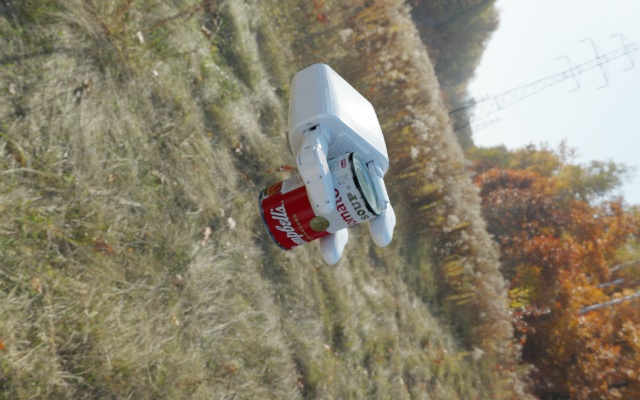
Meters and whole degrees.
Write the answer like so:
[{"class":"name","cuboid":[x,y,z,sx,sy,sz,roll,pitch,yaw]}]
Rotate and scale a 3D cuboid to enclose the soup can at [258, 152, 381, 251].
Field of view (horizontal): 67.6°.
[{"class":"soup can","cuboid":[0.000,0.002,0.470,0.102,0.068,0.068,-22,-7,18]}]
